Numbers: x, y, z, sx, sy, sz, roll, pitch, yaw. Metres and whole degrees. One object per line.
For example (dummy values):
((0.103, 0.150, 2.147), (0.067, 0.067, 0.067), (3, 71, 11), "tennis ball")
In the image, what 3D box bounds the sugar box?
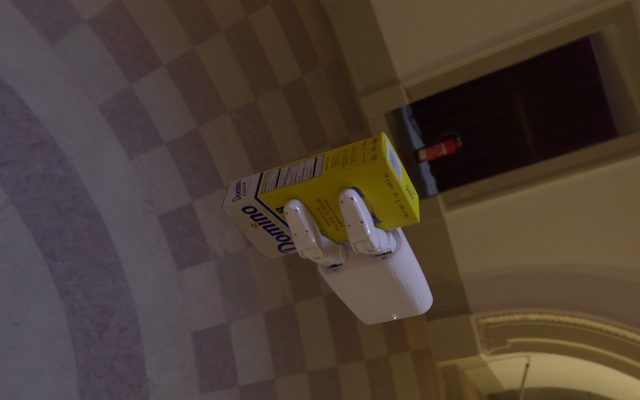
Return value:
((0.000, 0.002, 0.480), (0.176, 0.048, 0.093), (-18, -49, 21), "sugar box")
